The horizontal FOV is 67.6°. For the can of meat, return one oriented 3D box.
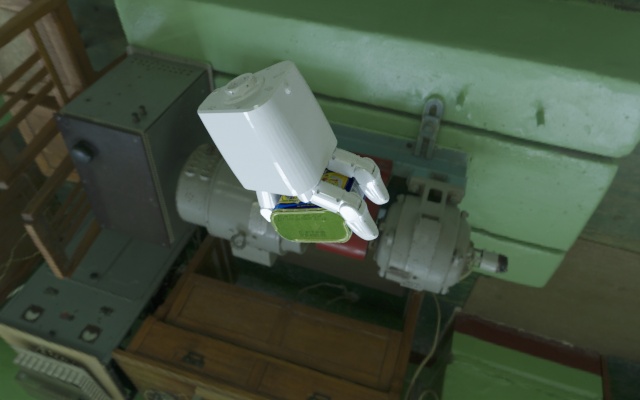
[{"bbox_3d":[0.000,0.002,0.562,0.102,0.057,0.084,-3,42,28],"label":"can of meat"}]
